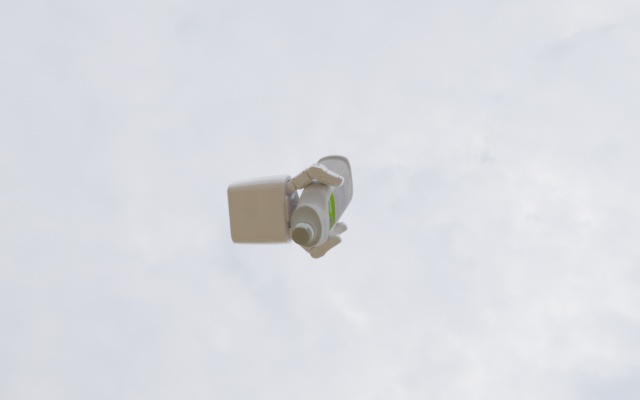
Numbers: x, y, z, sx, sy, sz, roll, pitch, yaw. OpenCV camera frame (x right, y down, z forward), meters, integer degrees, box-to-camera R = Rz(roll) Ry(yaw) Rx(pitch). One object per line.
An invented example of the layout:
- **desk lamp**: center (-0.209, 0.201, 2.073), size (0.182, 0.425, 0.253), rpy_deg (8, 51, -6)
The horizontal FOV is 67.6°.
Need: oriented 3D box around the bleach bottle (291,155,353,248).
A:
- **bleach bottle**: center (0.000, 0.003, 0.805), size (0.068, 0.102, 0.250), rpy_deg (-4, 18, 16)
